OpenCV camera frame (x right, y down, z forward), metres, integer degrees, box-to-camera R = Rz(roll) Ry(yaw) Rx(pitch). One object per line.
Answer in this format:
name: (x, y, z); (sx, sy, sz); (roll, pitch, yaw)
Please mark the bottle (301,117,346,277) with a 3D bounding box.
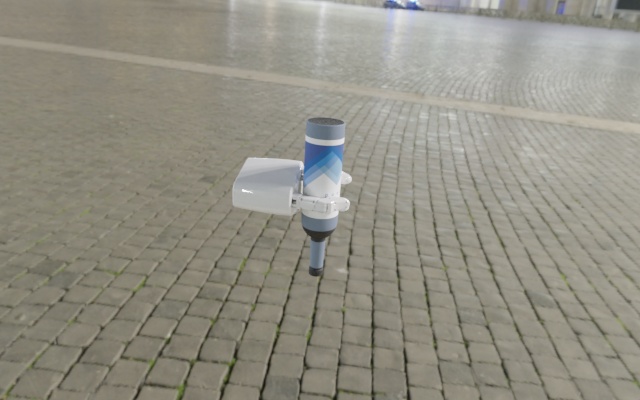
bottle: (0.000, 0.003, 0.861); (0.069, 0.296, 0.069); (3, 22, -1)
